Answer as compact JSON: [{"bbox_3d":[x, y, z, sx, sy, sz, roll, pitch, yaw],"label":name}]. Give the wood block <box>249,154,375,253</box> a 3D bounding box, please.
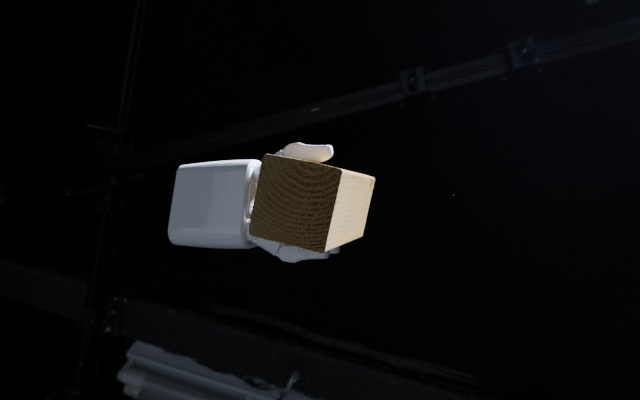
[{"bbox_3d":[0.000,0.002,0.592,0.090,0.091,0.206,12,4,15],"label":"wood block"}]
